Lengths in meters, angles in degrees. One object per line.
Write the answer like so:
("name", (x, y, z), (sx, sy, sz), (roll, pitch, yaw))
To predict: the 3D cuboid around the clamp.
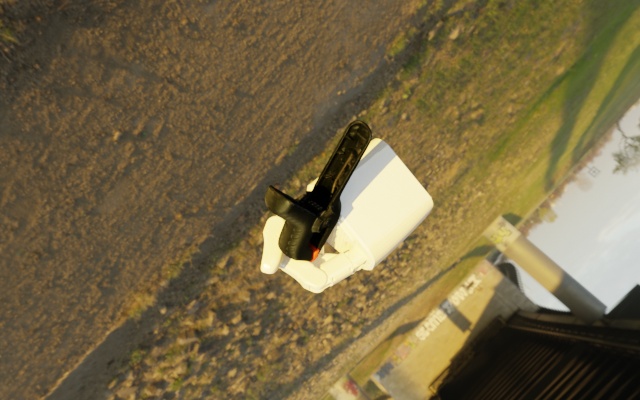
("clamp", (0.000, 0.002, 0.455), (0.120, 0.039, 0.171), (-38, -19, -19))
